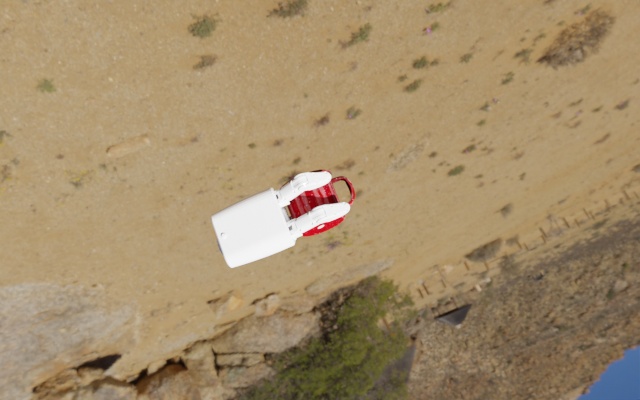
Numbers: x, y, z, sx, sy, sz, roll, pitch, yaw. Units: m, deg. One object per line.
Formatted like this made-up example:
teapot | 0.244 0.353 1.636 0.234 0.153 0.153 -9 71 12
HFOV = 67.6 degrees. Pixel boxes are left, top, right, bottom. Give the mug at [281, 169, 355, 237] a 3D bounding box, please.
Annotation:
mug | 0.002 0.002 0.774 0.117 0.081 0.093 -22 -15 0
